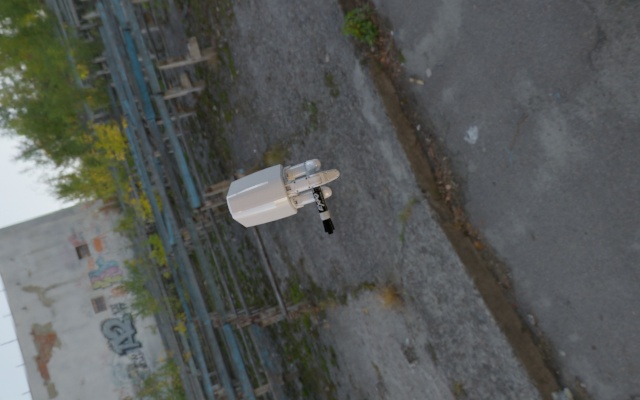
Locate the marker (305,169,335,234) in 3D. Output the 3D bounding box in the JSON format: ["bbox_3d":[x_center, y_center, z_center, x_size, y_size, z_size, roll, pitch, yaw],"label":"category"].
[{"bbox_3d":[0.000,0.003,0.859,0.020,0.121,0.020,-18,2,1],"label":"marker"}]
